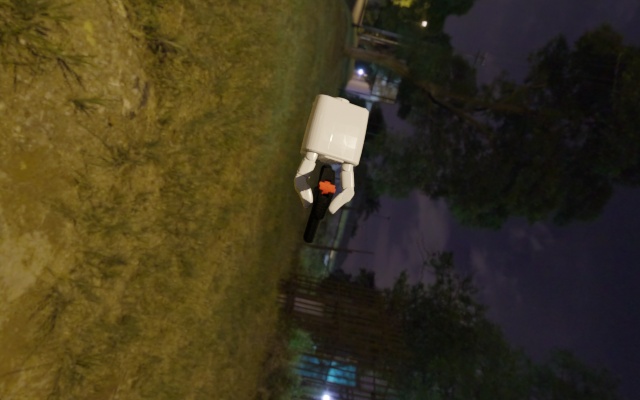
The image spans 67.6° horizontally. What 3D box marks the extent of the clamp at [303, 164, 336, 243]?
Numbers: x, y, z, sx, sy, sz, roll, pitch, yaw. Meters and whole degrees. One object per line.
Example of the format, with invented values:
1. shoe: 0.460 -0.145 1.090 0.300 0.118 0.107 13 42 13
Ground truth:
1. clamp: 0.001 0.003 0.886 0.036 0.164 0.210 14 -3 -3
